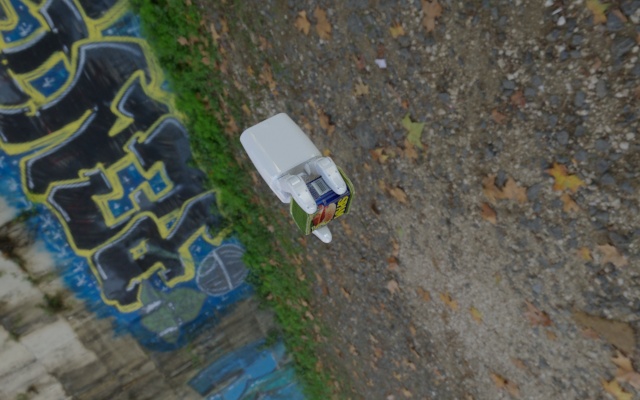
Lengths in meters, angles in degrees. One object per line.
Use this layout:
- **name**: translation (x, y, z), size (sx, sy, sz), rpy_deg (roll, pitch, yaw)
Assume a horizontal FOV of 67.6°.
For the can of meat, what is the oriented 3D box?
- **can of meat**: translation (0.000, 0.003, 0.757), size (0.084, 0.057, 0.102), rpy_deg (-29, -20, -18)
